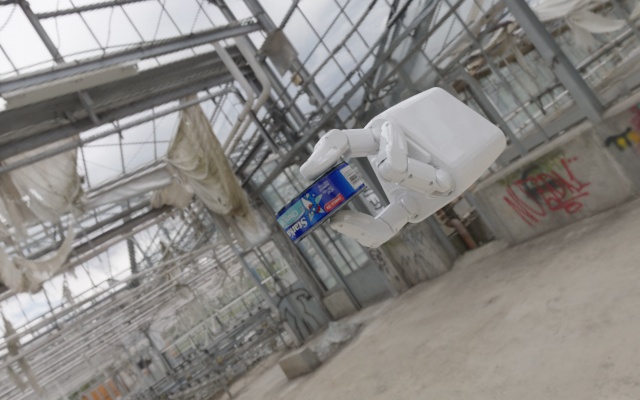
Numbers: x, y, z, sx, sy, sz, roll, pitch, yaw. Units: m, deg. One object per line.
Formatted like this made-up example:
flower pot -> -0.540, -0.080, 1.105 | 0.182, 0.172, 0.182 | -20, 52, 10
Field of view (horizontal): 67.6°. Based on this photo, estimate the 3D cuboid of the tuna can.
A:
tuna can -> 0.000, 0.001, 0.444 | 0.086, 0.034, 0.086 | -38, -1, -1
